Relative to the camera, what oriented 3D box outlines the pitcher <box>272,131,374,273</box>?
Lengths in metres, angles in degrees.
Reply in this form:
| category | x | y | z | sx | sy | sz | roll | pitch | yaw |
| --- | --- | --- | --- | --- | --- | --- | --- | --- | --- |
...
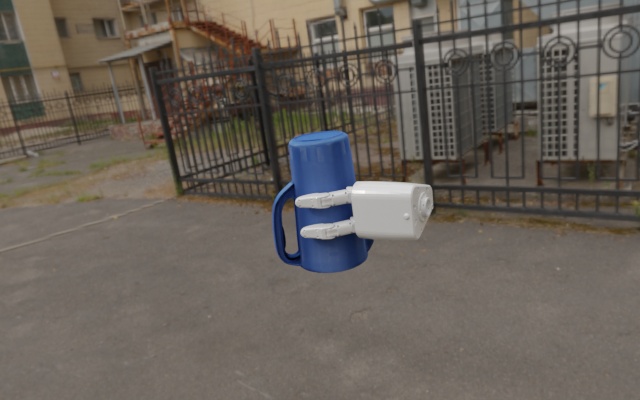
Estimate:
| category | x | y | z | sx | sy | sz | roll | pitch | yaw |
| --- | --- | --- | --- | --- | --- | --- | --- | --- | --- |
| pitcher | 0.000 | 0.003 | 0.873 | 0.145 | 0.243 | 0.149 | 2 | 19 | 31 |
